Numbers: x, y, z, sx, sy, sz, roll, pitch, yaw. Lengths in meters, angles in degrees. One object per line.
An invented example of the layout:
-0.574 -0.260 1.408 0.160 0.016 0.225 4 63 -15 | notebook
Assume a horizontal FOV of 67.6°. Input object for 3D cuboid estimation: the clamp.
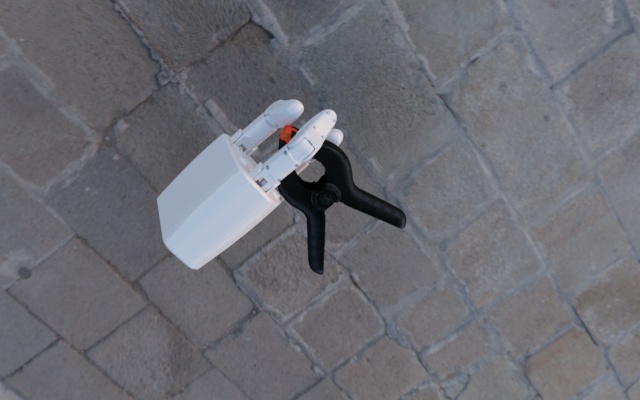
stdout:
0.000 0.002 0.509 0.120 0.171 0.039 -41 20 5 | clamp
